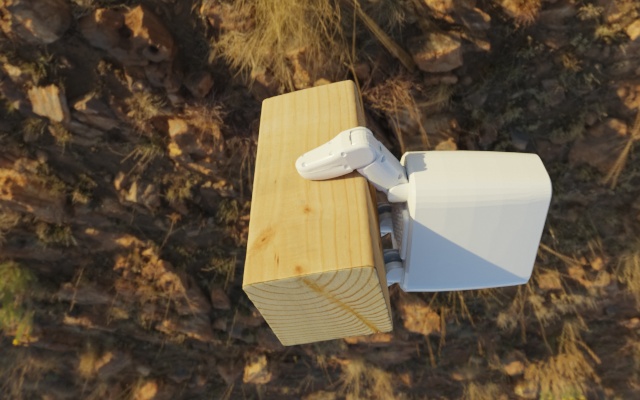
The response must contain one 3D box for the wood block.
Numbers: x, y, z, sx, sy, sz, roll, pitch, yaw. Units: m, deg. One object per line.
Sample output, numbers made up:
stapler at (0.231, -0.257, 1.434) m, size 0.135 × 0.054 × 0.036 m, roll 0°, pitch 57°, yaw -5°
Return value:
wood block at (0.000, 0.001, 0.403) m, size 0.090 × 0.206 × 0.091 m, roll -11°, pitch -44°, yaw 10°
